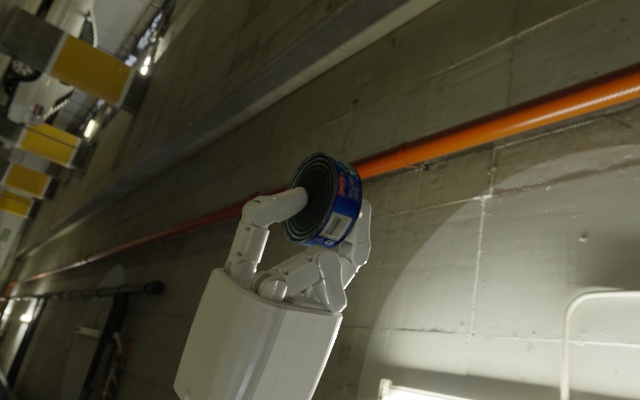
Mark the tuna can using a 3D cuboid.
[{"bbox_3d":[0.001,0.002,0.441,0.034,0.086,0.086,19,-10,-31],"label":"tuna can"}]
